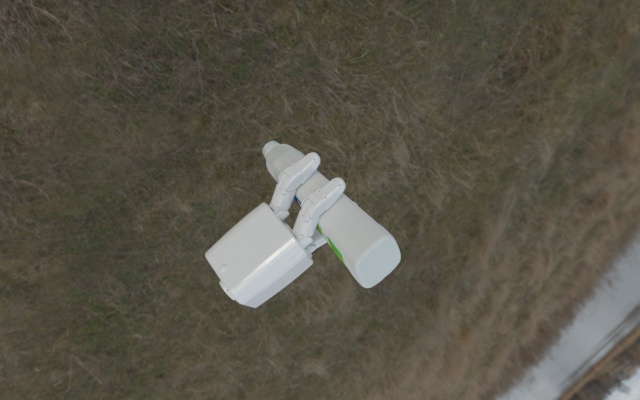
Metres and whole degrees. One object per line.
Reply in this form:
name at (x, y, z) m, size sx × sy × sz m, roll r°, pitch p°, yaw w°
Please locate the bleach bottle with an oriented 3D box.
bleach bottle at (0.000, 0.002, 0.657) m, size 0.250 × 0.068 × 0.103 m, roll 46°, pitch -7°, yaw 33°
